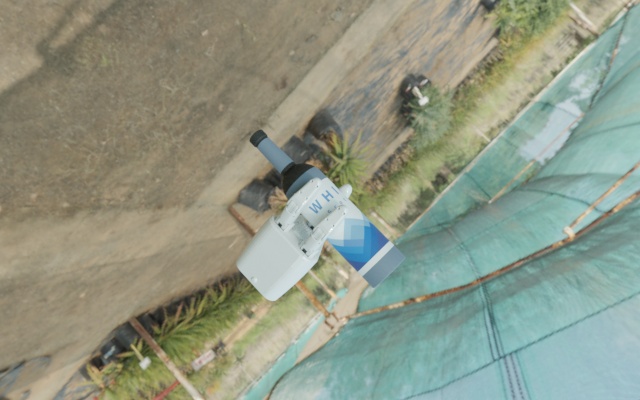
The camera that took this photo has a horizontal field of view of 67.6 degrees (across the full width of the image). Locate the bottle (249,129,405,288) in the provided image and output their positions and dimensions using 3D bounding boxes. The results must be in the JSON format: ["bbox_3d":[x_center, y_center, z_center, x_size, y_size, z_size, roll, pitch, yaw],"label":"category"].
[{"bbox_3d":[0.000,0.002,0.725,0.069,0.295,0.069,-43,-9,-8],"label":"bottle"}]
